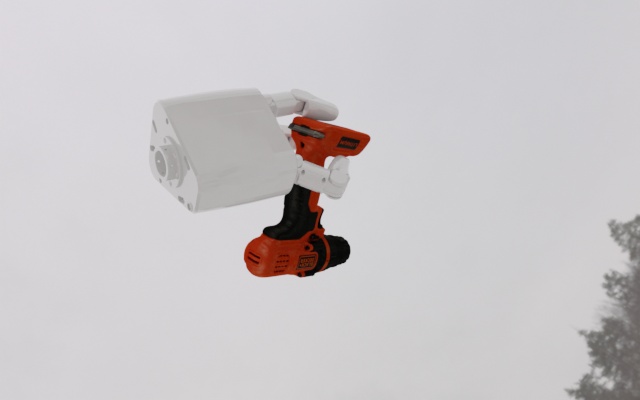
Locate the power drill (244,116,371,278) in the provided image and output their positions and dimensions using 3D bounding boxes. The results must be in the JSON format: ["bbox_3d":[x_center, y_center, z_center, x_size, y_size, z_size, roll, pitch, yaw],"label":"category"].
[{"bbox_3d":[0.000,0.001,0.576,0.057,0.188,0.184,21,10,32],"label":"power drill"}]
